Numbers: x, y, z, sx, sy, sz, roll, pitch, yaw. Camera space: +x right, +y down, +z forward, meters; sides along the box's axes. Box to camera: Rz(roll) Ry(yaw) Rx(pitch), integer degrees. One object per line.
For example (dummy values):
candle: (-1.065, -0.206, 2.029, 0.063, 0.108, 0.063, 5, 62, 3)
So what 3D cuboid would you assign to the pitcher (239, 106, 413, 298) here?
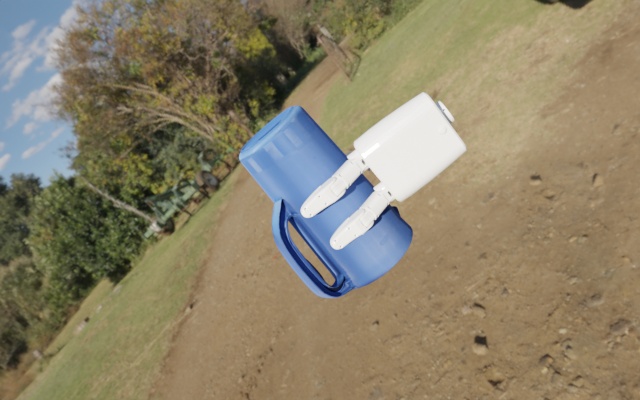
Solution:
pitcher: (0.000, 0.002, 0.647, 0.145, 0.243, 0.149, -37, 16, 13)
